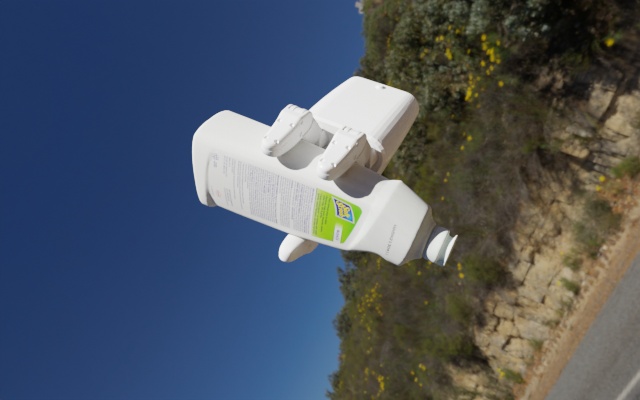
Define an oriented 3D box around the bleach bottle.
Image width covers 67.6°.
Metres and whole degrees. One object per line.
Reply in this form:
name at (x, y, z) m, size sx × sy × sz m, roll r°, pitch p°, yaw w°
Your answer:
bleach bottle at (0.000, 0.001, 0.446) m, size 0.251 × 0.103 × 0.068 m, roll 23°, pitch 47°, yaw 18°
